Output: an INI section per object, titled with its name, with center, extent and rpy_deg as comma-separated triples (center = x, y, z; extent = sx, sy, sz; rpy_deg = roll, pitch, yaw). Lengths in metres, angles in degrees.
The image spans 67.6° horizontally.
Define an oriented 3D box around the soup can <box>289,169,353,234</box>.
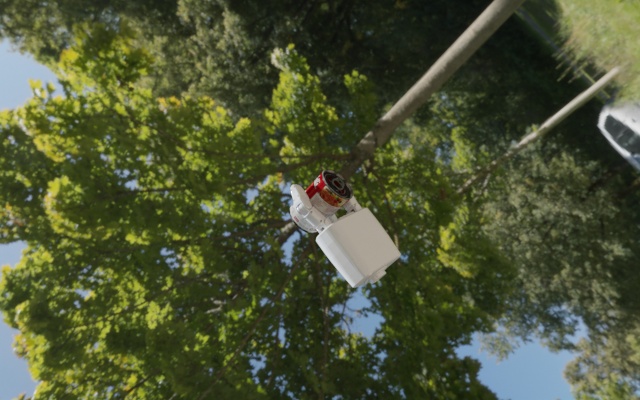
[soup can]
center = 0.000, 0.003, 0.846
extent = 0.102, 0.068, 0.068
rpy_deg = -46, -26, 28
